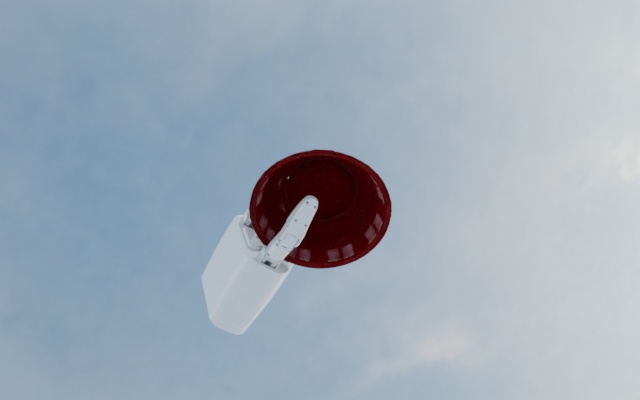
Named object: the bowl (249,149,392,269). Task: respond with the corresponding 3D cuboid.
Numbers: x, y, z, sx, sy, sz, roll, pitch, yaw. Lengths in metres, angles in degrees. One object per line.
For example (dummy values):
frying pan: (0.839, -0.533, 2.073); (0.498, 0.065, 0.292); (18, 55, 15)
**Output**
bowl: (0.001, 0.001, 0.563); (0.162, 0.162, 0.055); (0, 33, 1)
